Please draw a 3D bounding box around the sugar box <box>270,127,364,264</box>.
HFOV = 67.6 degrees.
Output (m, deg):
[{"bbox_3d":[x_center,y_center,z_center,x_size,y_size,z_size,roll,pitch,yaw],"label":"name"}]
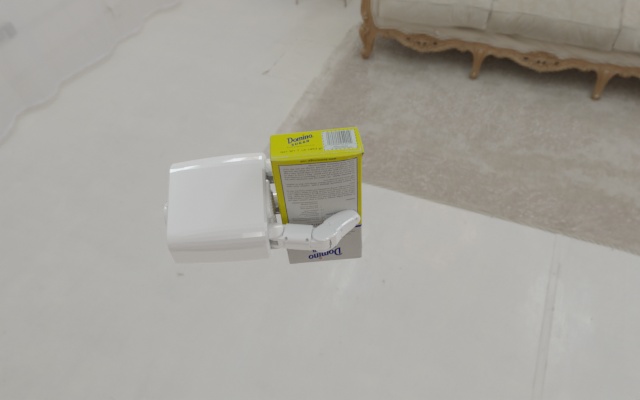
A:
[{"bbox_3d":[0.000,0.001,0.538,0.093,0.048,0.176,-5,-40,-1],"label":"sugar box"}]
